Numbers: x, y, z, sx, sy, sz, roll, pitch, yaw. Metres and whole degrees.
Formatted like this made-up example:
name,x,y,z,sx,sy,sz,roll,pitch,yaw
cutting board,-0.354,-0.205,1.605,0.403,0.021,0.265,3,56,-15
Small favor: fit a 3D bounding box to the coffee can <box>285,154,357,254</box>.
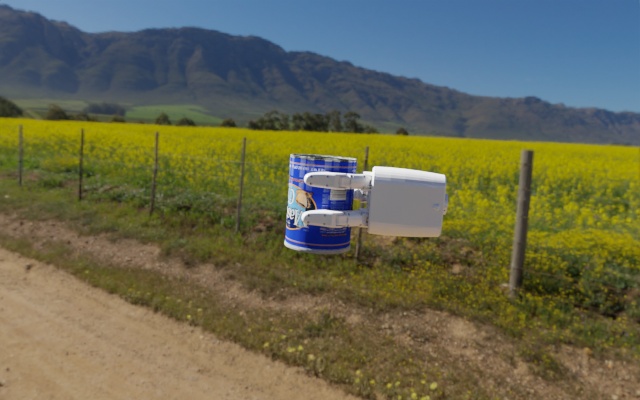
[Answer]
name,x,y,z,sx,sy,sz,roll,pitch,yaw
coffee can,0.000,0.003,0.735,0.103,0.140,0.103,4,8,-1
